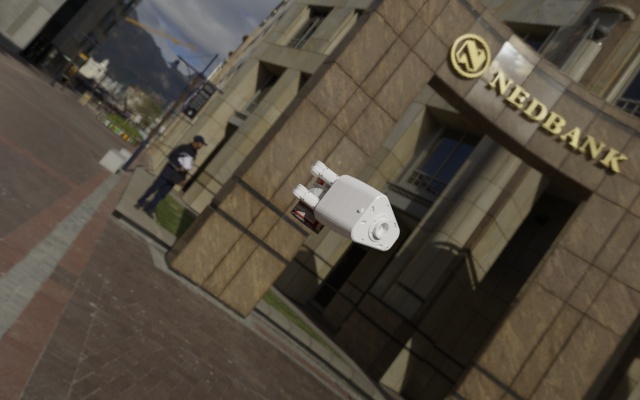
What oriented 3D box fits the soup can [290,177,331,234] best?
[{"bbox_3d":[0.000,0.003,0.900,0.068,0.102,0.068,37,-7,5],"label":"soup can"}]
